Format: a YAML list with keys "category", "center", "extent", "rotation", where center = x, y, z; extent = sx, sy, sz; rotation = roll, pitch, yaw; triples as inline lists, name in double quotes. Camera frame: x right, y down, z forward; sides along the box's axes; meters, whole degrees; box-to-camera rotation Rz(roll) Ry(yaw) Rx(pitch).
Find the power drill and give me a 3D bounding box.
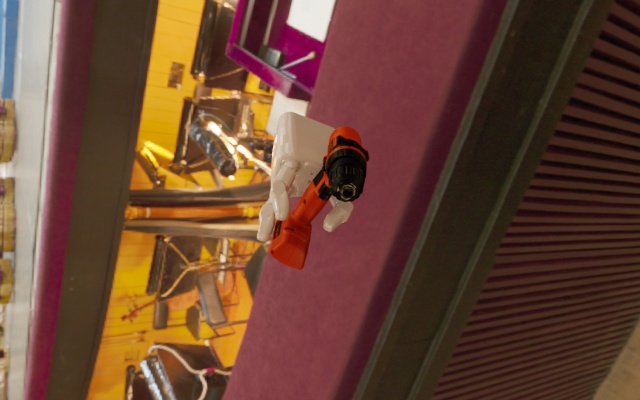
- category: "power drill"
  center: [0.000, 0.002, 0.645]
  extent: [0.057, 0.188, 0.184]
  rotation: [30, 24, -11]
